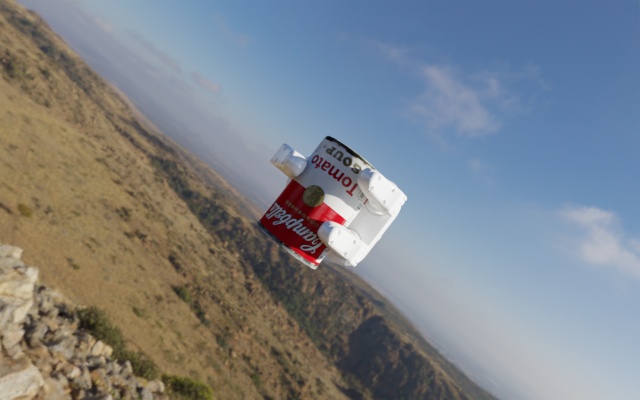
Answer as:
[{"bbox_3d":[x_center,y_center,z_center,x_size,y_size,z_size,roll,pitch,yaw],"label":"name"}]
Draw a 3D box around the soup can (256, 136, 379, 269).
[{"bbox_3d":[0.000,0.001,0.432,0.068,0.102,0.068,38,-1,1],"label":"soup can"}]
